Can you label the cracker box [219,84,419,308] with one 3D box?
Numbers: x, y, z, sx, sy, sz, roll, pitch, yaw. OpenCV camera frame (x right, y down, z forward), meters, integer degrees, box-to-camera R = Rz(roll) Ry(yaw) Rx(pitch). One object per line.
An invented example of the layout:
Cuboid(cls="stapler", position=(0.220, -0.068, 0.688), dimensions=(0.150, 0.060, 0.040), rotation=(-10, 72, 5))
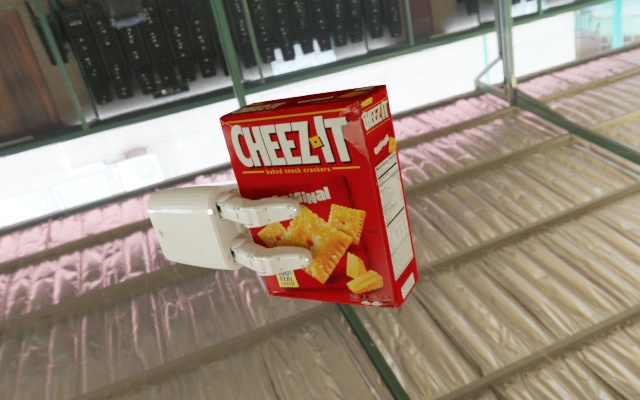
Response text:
Cuboid(cls="cracker box", position=(0.000, 0.002, 0.497), dimensions=(0.164, 0.214, 0.072), rotation=(0, 24, 31))
